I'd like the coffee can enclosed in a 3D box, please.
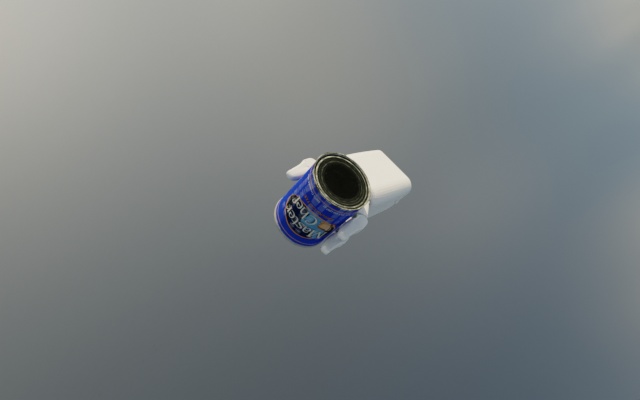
[{"bbox_3d":[0.000,0.003,0.772,0.103,0.102,0.140,0,-28,-33],"label":"coffee can"}]
